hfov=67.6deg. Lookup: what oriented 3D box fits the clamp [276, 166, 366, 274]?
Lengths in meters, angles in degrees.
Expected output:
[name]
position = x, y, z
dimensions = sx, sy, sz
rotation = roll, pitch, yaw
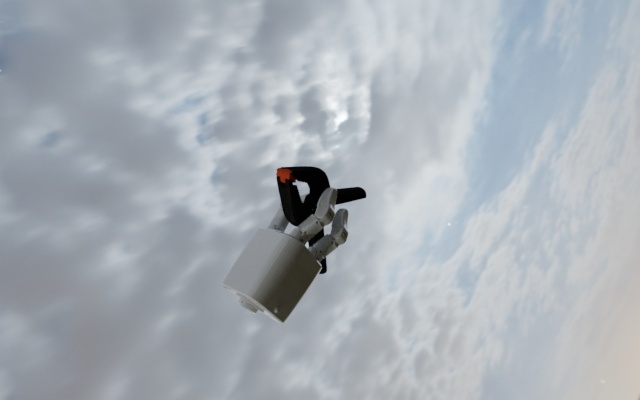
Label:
[clamp]
position = -0.001, 0.002, 0.747
dimensions = 0.036, 0.164, 0.210
rotation = 17, -25, 37
